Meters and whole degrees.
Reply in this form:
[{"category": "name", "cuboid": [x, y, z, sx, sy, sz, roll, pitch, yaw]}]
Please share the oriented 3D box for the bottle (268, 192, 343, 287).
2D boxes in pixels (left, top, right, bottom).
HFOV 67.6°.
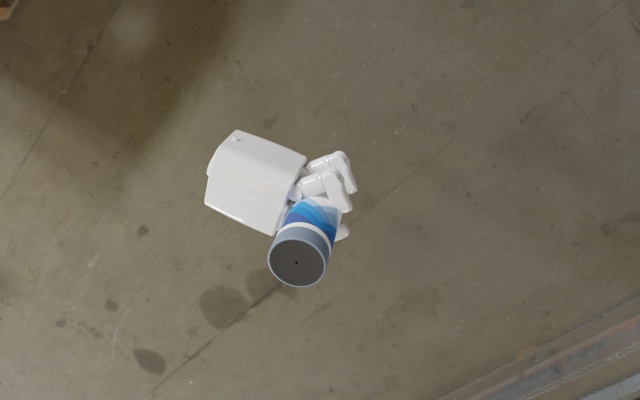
[{"category": "bottle", "cuboid": [0.000, 0.002, 0.654, 0.069, 0.069, 0.295, 0, 27, 12]}]
